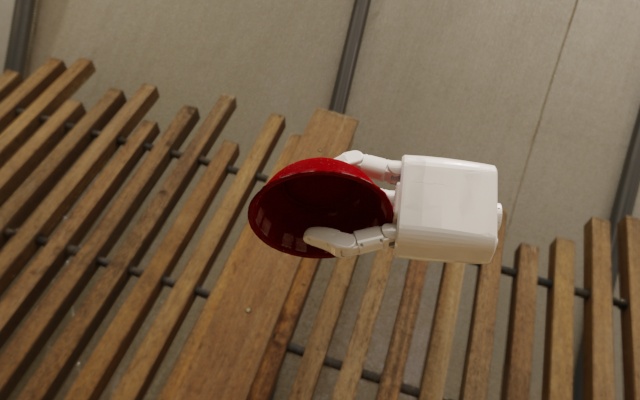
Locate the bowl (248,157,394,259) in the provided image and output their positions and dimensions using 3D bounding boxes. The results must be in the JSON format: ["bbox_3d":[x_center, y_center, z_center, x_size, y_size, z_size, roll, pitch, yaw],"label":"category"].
[{"bbox_3d":[-0.001,0.001,0.544,0.162,0.055,0.162,-1,-38,0],"label":"bowl"}]
